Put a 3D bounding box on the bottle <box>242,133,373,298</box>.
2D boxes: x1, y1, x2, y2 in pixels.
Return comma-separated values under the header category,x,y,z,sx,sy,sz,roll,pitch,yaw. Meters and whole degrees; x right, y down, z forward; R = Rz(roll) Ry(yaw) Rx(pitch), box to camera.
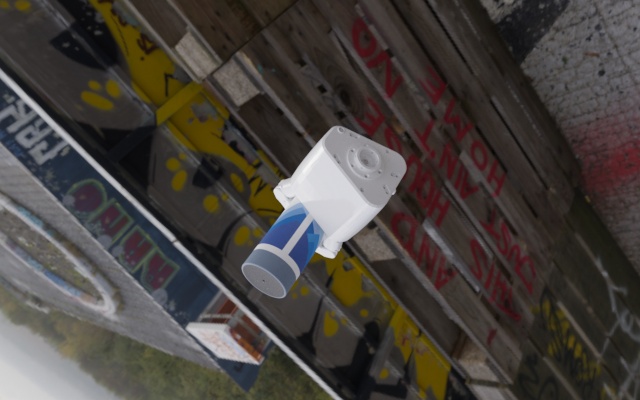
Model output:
category,x,y,z,sx,sy,sz,roll,pitch,yaw
bottle,0.000,0.002,0.679,0.069,0.069,0.295,0,42,41
